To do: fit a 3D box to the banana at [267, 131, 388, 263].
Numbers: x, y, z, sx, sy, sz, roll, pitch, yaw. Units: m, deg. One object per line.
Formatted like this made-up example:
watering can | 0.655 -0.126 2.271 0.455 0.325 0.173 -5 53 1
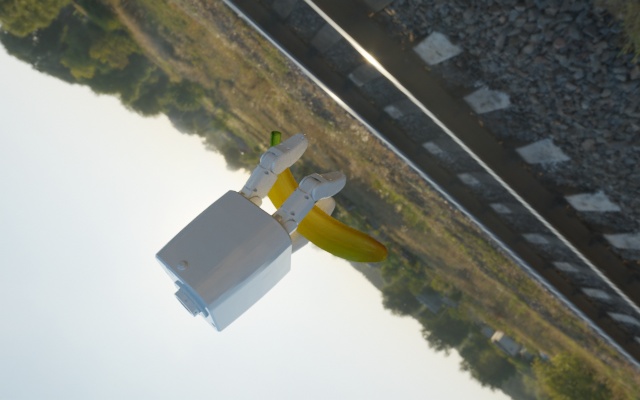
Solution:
banana | -0.010 0.011 0.546 0.037 0.197 0.070 -28 -21 -45
